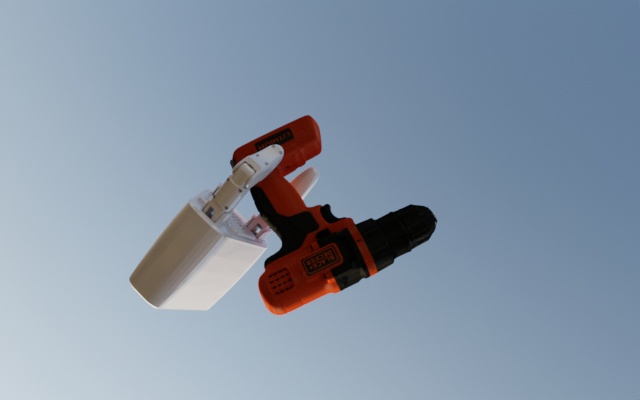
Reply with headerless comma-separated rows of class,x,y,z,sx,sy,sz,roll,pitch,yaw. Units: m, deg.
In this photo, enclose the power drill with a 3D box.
power drill,0.000,0.001,0.493,0.184,0.187,0.057,-25,-30,-4
